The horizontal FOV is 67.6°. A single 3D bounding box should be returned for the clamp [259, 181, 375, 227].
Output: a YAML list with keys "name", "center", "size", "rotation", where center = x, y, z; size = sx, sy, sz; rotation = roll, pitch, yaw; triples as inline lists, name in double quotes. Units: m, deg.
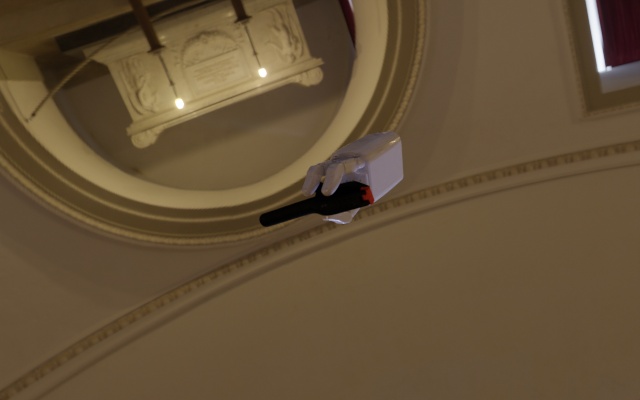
- name: "clamp"
  center: [0.001, 0.003, 0.835]
  size: [0.164, 0.036, 0.210]
  rotation: [-35, 21, -35]
